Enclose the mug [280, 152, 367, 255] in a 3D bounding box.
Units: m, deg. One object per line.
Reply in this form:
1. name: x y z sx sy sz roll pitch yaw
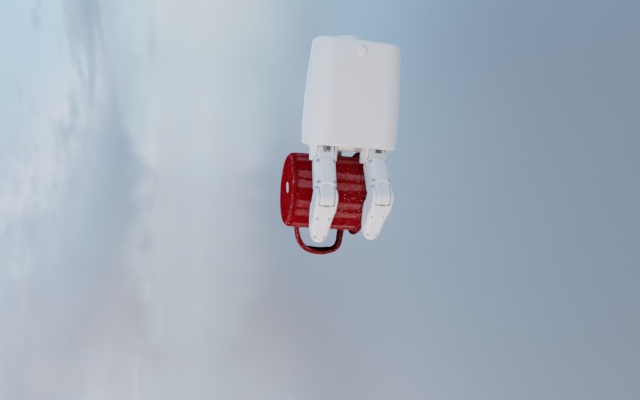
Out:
1. mug: 0.000 0.003 0.531 0.081 0.117 0.093 3 5 -14
